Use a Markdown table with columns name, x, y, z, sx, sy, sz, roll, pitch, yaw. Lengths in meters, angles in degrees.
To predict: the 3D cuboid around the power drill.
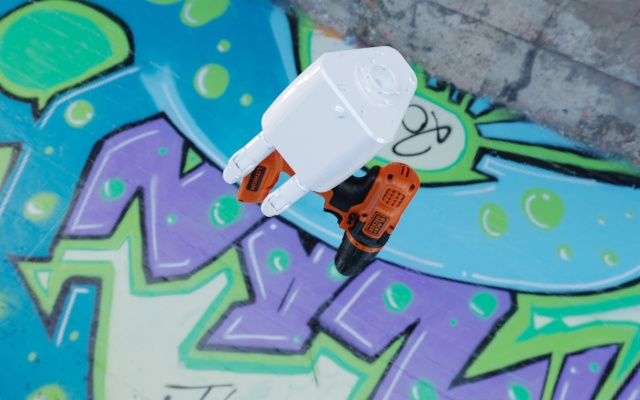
| name | x | y | z | sx | sy | sz | roll | pitch | yaw |
| --- | --- | --- | --- | --- | --- | --- | --- | --- | --- |
| power drill | 0.000 | 0.002 | 0.568 | 0.187 | 0.184 | 0.057 | 24 | 40 | -3 |
